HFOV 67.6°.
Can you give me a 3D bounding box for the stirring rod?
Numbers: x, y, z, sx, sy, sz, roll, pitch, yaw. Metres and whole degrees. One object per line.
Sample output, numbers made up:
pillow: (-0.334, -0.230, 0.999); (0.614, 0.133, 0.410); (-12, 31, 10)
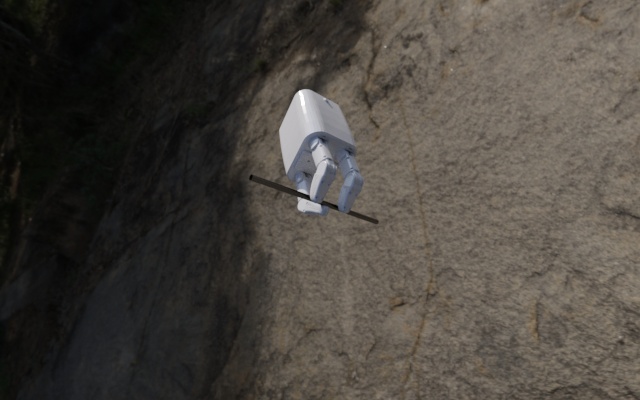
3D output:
stirring rod: (0.000, 0.002, 0.689); (0.239, 0.011, 0.011); (20, -12, -38)
